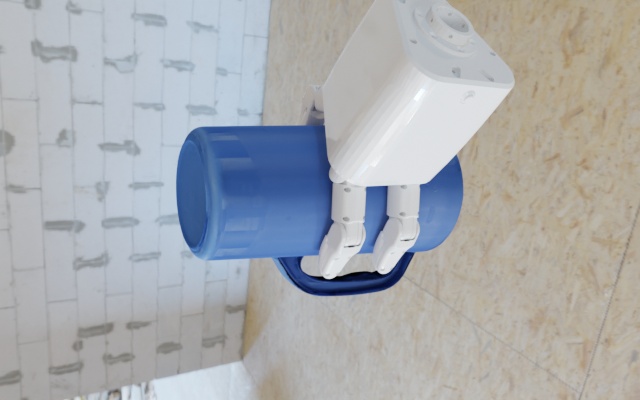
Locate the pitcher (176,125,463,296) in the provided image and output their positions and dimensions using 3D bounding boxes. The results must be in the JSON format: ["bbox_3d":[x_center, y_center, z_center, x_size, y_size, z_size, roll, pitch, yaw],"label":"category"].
[{"bbox_3d":[0.000,0.001,0.441,0.243,0.149,0.145,-3,-31,-30],"label":"pitcher"}]
